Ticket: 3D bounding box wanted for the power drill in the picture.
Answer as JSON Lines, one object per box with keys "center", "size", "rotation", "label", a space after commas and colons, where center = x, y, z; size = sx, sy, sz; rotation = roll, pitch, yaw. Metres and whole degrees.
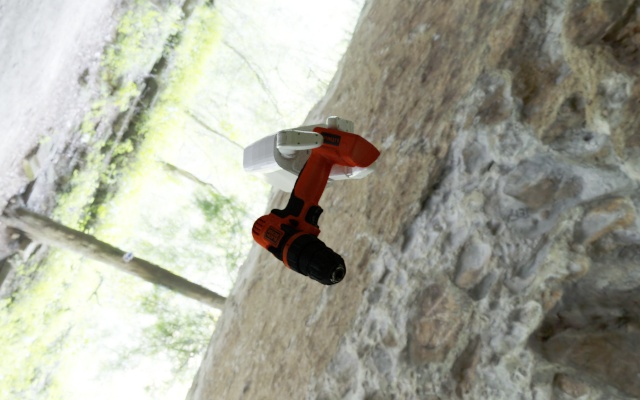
{"center": [0.000, 0.002, 0.617], "size": [0.057, 0.187, 0.184], "rotation": [34, -7, -40], "label": "power drill"}
